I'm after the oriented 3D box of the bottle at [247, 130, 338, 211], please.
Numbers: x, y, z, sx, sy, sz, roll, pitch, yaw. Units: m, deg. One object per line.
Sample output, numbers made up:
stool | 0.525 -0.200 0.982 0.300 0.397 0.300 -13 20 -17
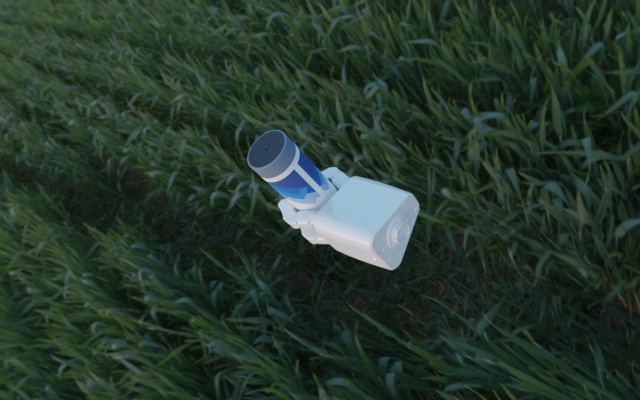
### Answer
bottle | 0.000 0.002 0.762 0.069 0.069 0.296 0 -30 36
